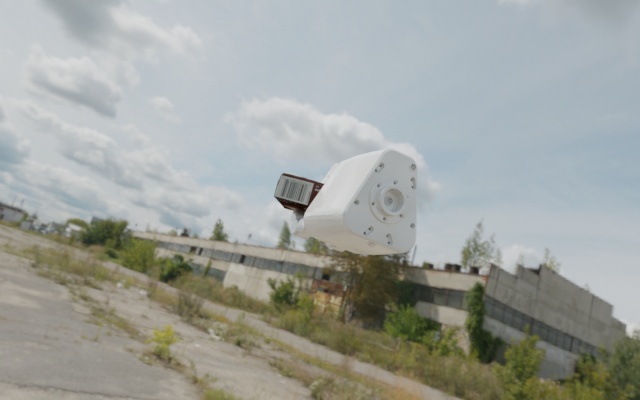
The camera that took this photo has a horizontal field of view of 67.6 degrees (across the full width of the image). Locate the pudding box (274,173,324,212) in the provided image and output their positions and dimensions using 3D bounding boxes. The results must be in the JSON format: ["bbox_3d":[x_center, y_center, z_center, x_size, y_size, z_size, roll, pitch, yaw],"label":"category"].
[{"bbox_3d":[0.000,0.002,0.655,0.113,0.039,0.090,17,-10,8],"label":"pudding box"}]
